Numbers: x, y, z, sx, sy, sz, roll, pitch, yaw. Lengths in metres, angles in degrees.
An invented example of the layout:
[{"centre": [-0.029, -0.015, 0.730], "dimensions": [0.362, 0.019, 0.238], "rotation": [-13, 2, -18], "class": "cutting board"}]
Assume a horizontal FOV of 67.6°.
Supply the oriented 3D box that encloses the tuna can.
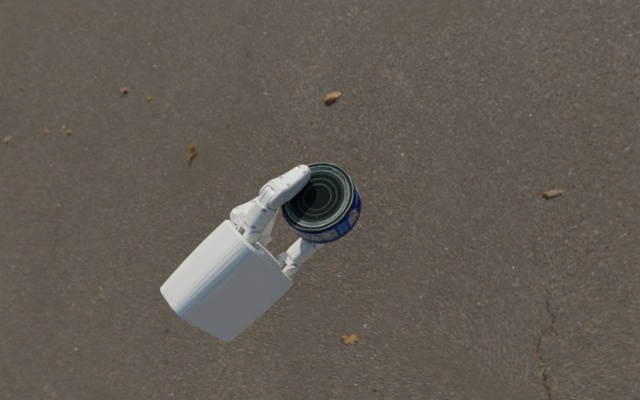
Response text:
[{"centre": [0.000, 0.001, 0.524], "dimensions": [0.086, 0.086, 0.034], "rotation": [0, -26, 18], "class": "tuna can"}]
